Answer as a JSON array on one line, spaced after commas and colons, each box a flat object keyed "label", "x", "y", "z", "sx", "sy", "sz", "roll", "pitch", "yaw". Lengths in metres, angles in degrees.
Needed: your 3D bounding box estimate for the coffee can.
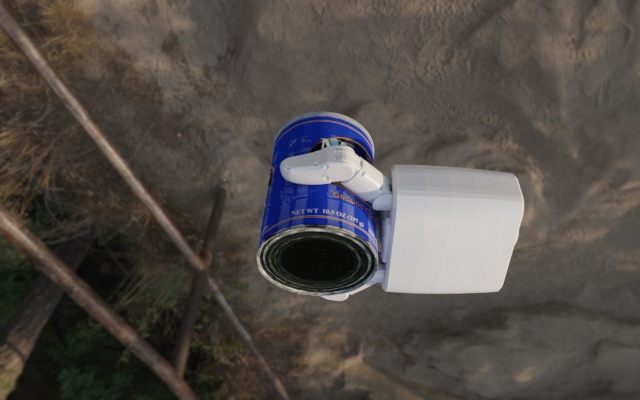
[{"label": "coffee can", "x": 0.000, "y": 0.001, "z": 0.443, "sx": 0.103, "sy": 0.140, "sz": 0.103, "roll": 2, "pitch": -41, "yaw": 2}]
